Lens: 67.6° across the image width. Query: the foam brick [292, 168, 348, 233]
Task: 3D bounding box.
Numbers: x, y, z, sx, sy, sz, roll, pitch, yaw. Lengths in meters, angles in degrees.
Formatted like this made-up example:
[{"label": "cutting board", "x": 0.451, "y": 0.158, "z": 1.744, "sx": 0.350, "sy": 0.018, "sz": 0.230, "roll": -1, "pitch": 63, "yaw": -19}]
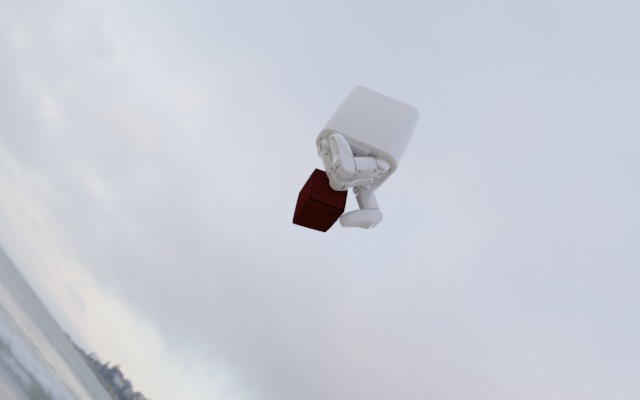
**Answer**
[{"label": "foam brick", "x": 0.000, "y": 0.002, "z": 0.659, "sx": 0.053, "sy": 0.051, "sz": 0.078, "roll": 18, "pitch": -31, "yaw": -13}]
